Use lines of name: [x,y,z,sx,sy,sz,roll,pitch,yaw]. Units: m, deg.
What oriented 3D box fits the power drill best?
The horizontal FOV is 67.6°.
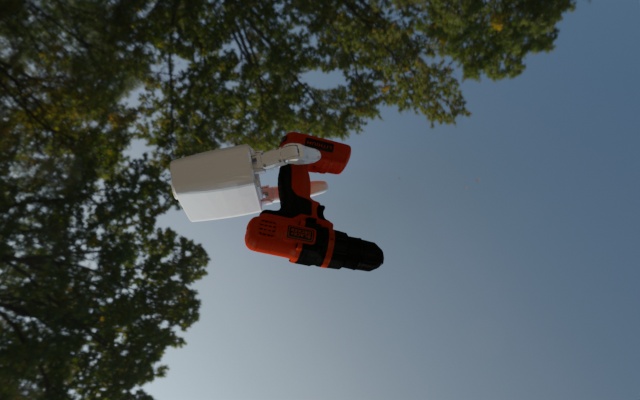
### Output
power drill: [0.000,0.002,0.655,0.184,0.187,0.057,13,-35,-11]
